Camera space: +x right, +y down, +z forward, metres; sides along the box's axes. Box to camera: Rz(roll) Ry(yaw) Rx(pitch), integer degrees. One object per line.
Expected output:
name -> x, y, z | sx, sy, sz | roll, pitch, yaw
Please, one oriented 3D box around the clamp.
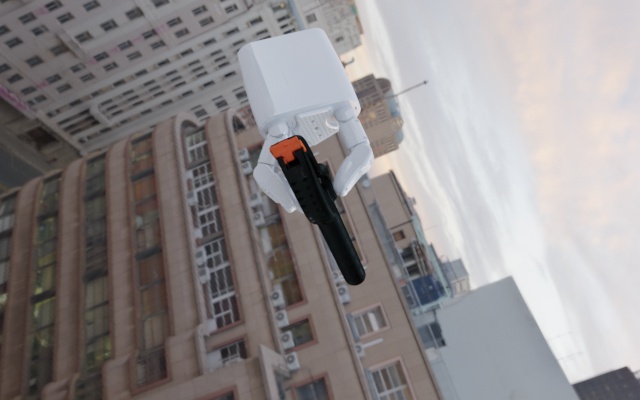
clamp -> 0.001, 0.001, 0.499 | 0.036, 0.164, 0.210 | -23, -20, 6
